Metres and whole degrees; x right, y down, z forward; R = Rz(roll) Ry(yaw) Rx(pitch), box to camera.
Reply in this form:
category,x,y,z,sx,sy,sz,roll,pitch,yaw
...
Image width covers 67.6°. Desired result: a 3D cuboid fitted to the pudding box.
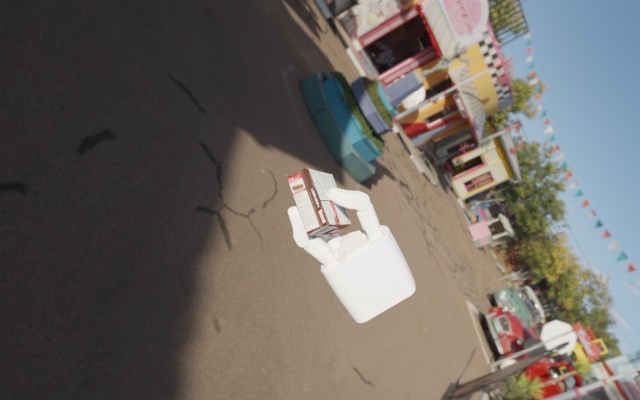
category,x,y,z,sx,sy,sz,roll,pitch,yaw
pudding box,0.000,0.002,0.700,0.039,0.090,0.113,-24,-10,16
